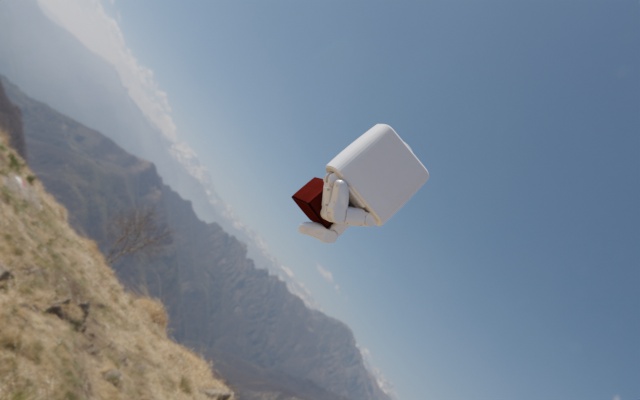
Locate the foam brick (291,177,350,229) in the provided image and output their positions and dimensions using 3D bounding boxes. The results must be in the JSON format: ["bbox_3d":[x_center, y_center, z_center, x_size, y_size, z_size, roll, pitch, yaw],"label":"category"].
[{"bbox_3d":[0.000,0.002,0.738,0.051,0.053,0.078,-42,21,-11],"label":"foam brick"}]
